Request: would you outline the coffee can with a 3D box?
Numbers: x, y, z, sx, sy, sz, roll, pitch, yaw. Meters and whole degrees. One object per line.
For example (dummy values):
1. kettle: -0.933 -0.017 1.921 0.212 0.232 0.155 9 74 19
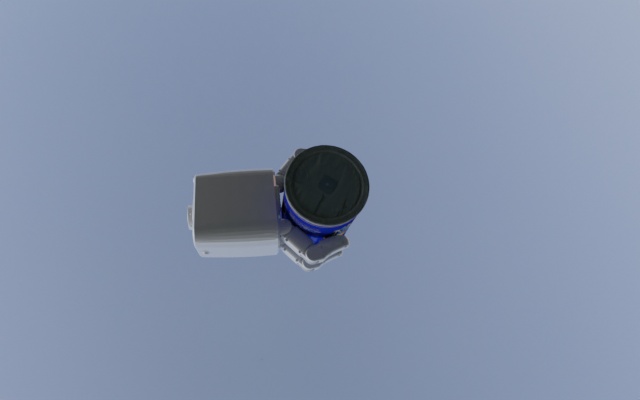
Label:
1. coffee can: 0.000 0.002 0.632 0.103 0.102 0.140 0 -18 -7
